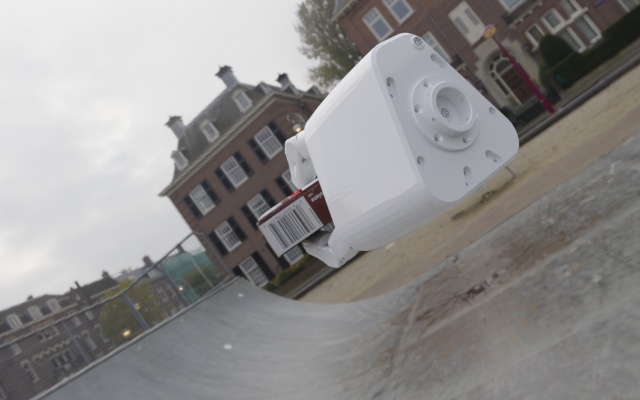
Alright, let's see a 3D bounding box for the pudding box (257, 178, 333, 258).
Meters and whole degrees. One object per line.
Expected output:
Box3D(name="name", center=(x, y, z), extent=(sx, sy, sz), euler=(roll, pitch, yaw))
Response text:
Box3D(name="pudding box", center=(0.000, 0.001, 0.436), extent=(0.113, 0.039, 0.090), euler=(-33, 1, -1))
